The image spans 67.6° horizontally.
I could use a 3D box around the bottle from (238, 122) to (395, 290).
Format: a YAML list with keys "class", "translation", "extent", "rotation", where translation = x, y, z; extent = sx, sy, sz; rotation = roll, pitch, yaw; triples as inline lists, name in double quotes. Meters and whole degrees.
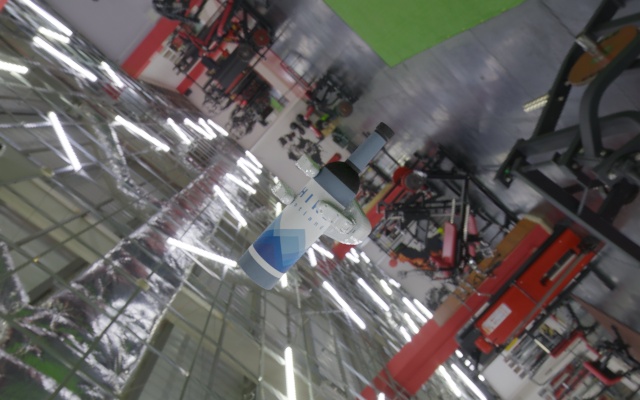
- class: "bottle"
  translation: [0.000, 0.003, 0.708]
  extent: [0.069, 0.296, 0.069]
  rotation: [42, 4, -3]
